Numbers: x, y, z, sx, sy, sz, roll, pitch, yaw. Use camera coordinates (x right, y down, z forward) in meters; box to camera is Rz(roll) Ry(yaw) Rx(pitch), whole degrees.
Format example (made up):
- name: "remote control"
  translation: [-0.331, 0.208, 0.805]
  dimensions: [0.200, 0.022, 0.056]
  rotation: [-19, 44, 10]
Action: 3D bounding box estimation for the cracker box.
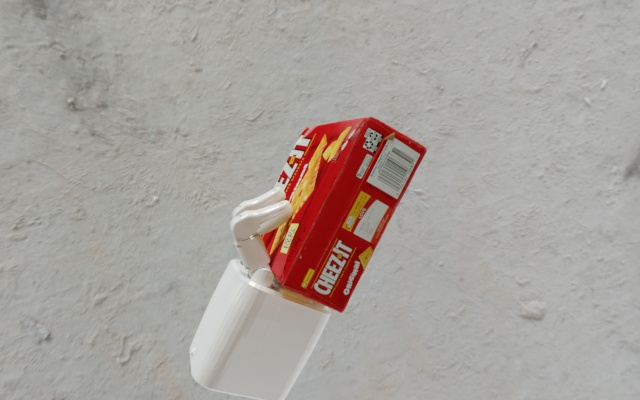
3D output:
- name: "cracker box"
  translation: [0.000, 0.002, 0.503]
  dimensions: [0.072, 0.164, 0.213]
  rotation: [28, -2, -18]
